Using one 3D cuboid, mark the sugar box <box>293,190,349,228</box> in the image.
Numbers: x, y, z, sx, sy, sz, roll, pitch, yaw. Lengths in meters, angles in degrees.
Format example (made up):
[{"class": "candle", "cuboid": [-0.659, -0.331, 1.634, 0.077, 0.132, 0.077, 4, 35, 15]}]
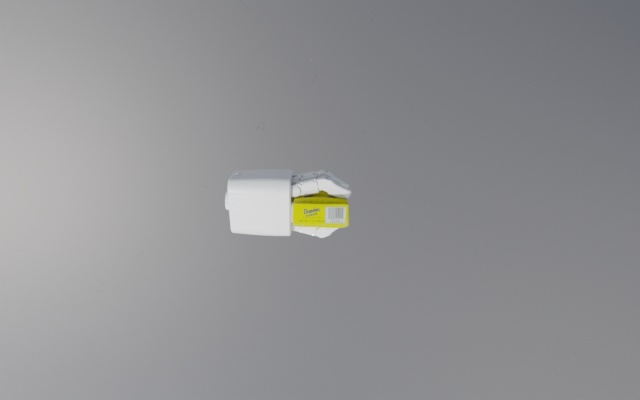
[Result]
[{"class": "sugar box", "cuboid": [0.000, 0.002, 0.855, 0.093, 0.048, 0.176, 2, 16, -1]}]
